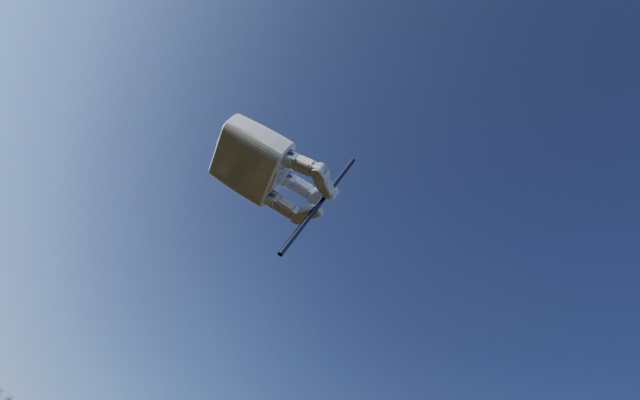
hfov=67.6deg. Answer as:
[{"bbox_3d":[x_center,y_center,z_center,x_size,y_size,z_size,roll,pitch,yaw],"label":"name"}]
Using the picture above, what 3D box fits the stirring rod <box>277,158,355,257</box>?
[{"bbox_3d":[0.000,0.002,0.724,0.011,0.011,0.239,0,36,34],"label":"stirring rod"}]
